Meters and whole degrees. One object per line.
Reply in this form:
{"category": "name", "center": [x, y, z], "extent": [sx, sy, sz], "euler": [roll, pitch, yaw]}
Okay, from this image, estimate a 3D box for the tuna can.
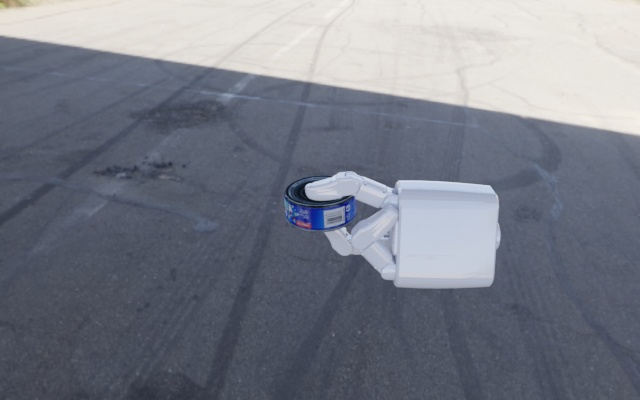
{"category": "tuna can", "center": [0.000, 0.001, 0.561], "extent": [0.086, 0.034, 0.086], "euler": [-2, 27, 1]}
